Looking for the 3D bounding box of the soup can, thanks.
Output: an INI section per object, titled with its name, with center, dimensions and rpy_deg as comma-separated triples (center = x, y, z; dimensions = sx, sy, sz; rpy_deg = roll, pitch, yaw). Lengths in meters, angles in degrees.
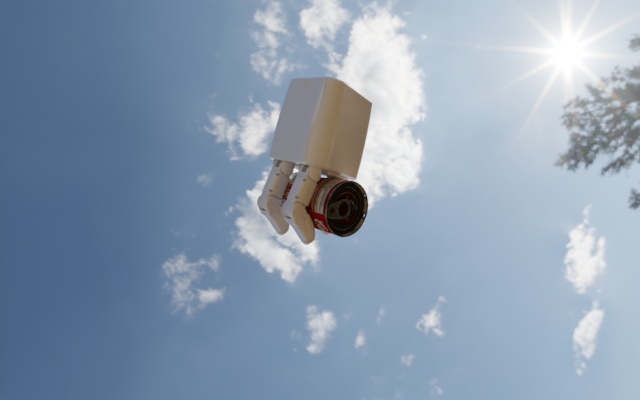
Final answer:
[soup can]
center = 0.000, 0.002, 0.599
dimensions = 0.068, 0.068, 0.102
rpy_deg = 0, 9, -41
